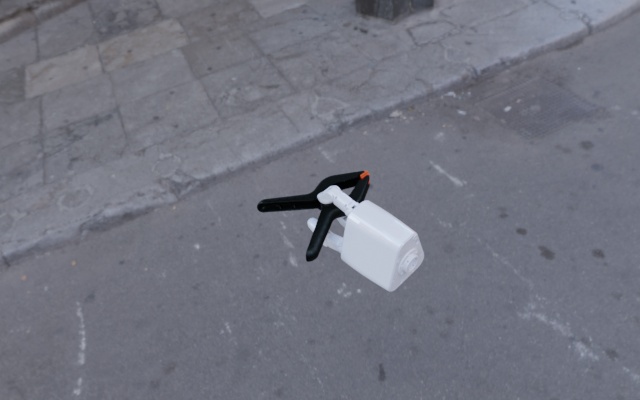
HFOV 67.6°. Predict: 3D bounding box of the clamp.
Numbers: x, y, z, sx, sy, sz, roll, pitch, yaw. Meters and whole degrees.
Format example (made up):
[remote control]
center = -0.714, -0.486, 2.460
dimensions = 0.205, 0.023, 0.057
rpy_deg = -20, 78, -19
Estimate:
[clamp]
center = 0.001, 0.002, 0.865
dimensions = 0.210, 0.036, 0.164
rpy_deg = -38, 55, -25
